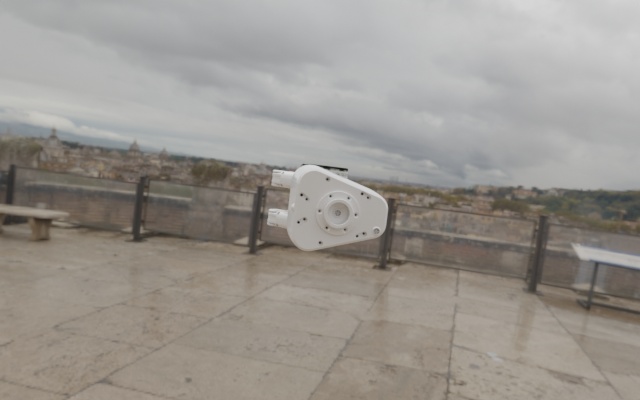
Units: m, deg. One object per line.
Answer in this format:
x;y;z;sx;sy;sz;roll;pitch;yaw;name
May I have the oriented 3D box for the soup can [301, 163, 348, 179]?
0.000;0.002;0.666;0.068;0.102;0.068;7;3;0;soup can
